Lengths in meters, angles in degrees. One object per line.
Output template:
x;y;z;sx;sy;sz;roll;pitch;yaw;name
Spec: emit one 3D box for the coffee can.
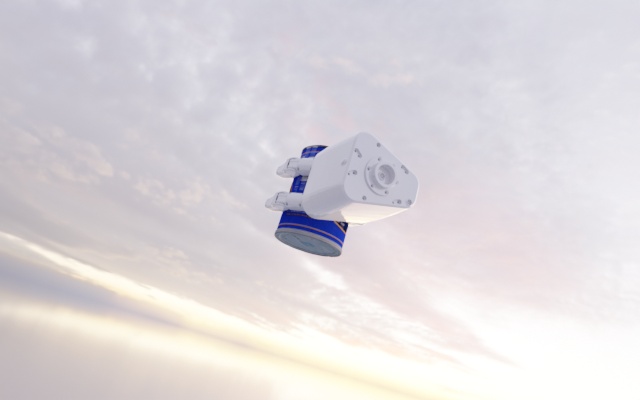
0.000;0.003;0.719;0.103;0.140;0.103;15;-19;5;coffee can
